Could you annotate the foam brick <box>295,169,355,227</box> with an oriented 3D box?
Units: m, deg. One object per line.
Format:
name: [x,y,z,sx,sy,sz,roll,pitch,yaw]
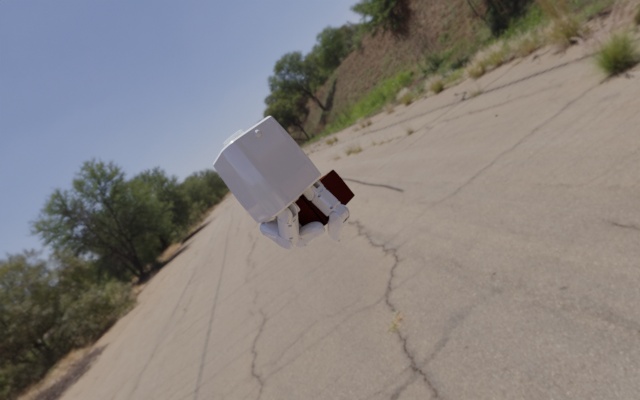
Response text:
foam brick: [0.000,0.002,0.681,0.078,0.051,0.053,-43,5,-39]
